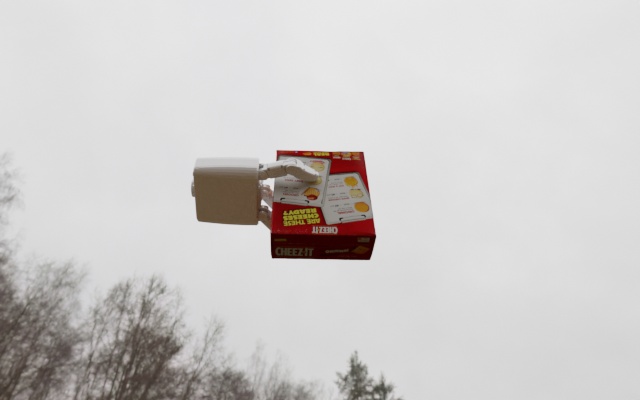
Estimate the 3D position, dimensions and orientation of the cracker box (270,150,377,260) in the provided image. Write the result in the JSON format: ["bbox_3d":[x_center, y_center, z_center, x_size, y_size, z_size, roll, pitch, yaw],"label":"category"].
[{"bbox_3d":[0.000,0.002,0.819,0.164,0.072,0.213,1,43,-3],"label":"cracker box"}]
